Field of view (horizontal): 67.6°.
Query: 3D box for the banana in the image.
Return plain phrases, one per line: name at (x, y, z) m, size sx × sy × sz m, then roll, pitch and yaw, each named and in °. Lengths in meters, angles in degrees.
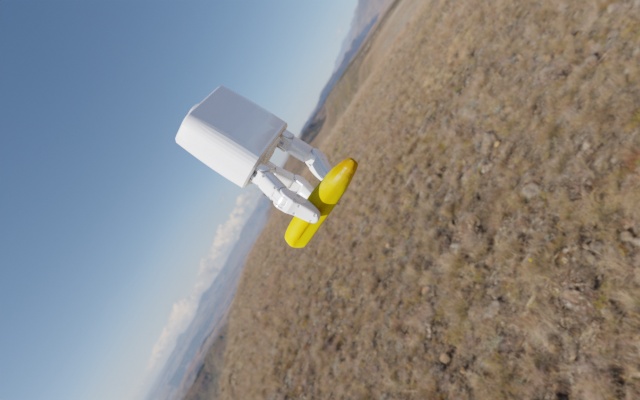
banana at (-0.009, 0.016, 0.644) m, size 0.037 × 0.069 × 0.198 m, roll 34°, pitch -38°, yaw 0°
